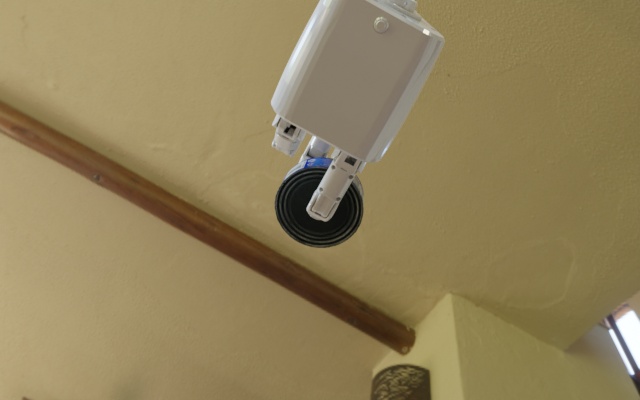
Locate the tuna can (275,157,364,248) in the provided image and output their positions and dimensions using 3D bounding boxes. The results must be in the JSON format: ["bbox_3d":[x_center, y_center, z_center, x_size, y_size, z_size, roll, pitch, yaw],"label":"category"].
[{"bbox_3d":[0.000,0.001,0.471,0.086,0.086,0.033,0,24,8],"label":"tuna can"}]
